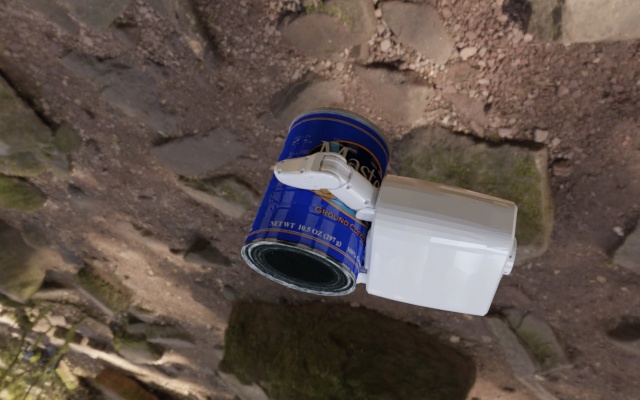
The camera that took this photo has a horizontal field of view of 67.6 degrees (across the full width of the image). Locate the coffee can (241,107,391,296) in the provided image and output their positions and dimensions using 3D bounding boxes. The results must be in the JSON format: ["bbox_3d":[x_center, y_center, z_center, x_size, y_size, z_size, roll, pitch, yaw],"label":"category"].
[{"bbox_3d":[0.000,0.001,0.437,0.103,0.140,0.103,14,-28,8],"label":"coffee can"}]
